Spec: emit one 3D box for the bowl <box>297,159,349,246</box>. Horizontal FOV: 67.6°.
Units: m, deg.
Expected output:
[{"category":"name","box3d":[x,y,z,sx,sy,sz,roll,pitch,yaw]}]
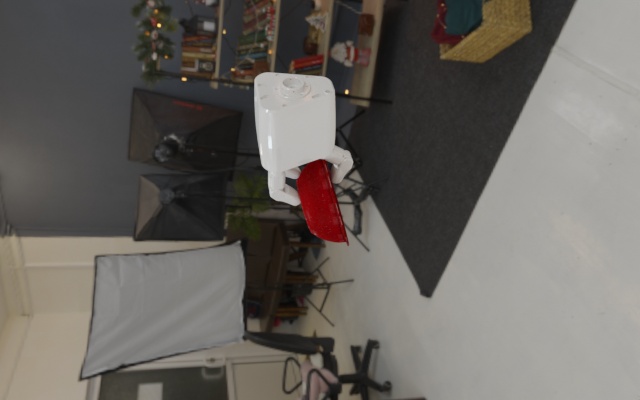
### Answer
[{"category":"bowl","box3d":[0.000,0.004,0.778,0.055,0.162,0.162,-16,-1,3]}]
